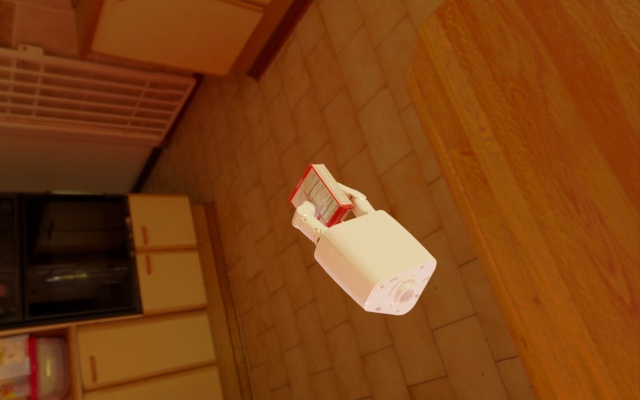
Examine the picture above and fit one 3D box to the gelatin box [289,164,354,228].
[{"bbox_3d":[0.000,0.002,0.694,0.030,0.089,0.073,-5,-41,-43],"label":"gelatin box"}]
